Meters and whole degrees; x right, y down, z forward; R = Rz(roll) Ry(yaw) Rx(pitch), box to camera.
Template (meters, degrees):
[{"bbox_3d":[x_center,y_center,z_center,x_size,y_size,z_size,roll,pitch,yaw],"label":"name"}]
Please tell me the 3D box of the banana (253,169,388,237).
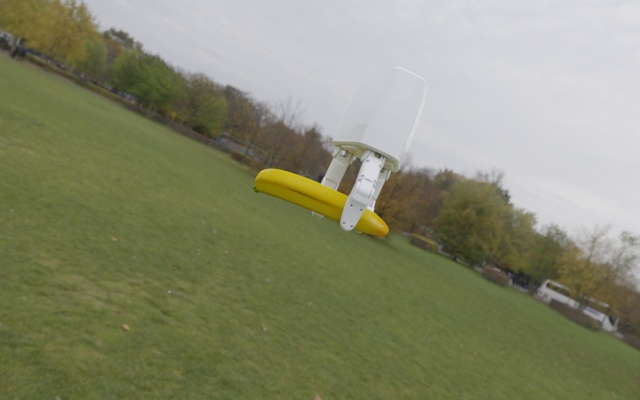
[{"bbox_3d":[-0.008,-0.003,0.607,0.198,0.037,0.070,21,-6,18],"label":"banana"}]
